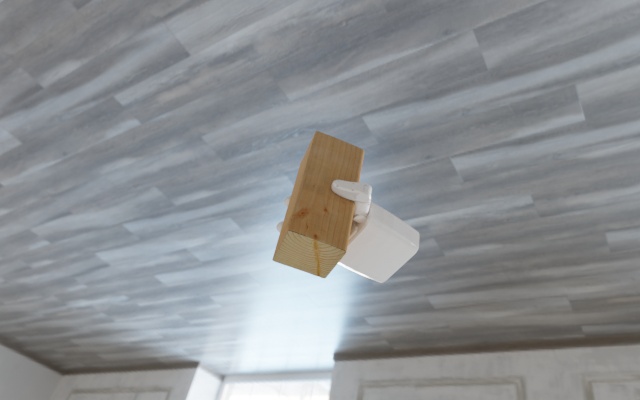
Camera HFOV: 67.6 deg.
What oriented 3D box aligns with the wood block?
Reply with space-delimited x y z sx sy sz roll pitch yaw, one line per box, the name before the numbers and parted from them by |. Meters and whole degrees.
wood block | 0.001 0.003 0.752 0.090 0.206 0.091 21 -40 -9
